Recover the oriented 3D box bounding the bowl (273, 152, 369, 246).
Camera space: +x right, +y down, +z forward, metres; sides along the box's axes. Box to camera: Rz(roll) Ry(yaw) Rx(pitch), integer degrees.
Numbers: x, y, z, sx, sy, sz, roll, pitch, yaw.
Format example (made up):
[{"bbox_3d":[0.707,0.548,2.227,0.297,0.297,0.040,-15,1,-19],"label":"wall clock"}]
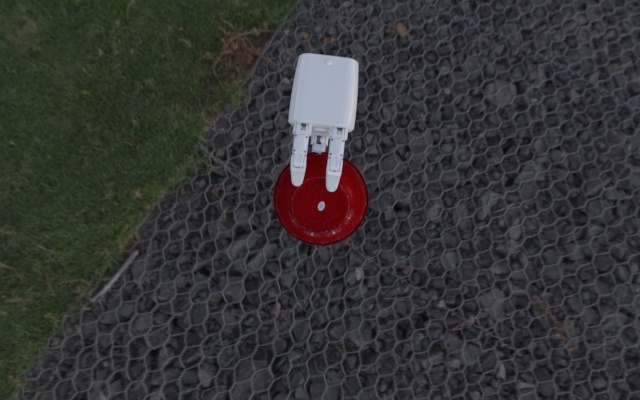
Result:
[{"bbox_3d":[0.000,0.004,0.780,0.162,0.162,0.055,0,10,1],"label":"bowl"}]
